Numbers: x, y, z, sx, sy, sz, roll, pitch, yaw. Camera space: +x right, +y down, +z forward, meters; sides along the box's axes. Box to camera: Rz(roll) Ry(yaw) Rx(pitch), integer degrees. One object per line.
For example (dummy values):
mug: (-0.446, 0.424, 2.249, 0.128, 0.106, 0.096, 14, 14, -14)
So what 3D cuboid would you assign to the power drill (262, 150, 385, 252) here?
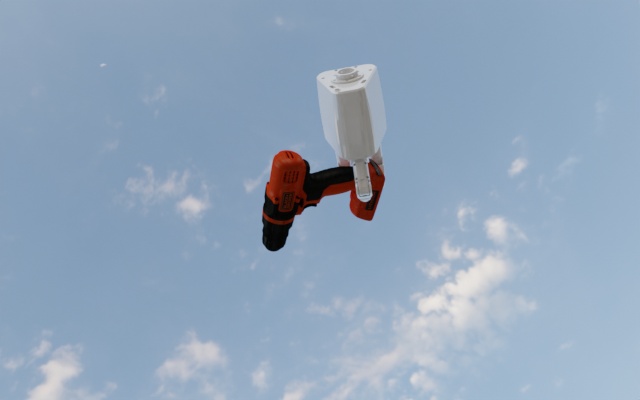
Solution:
power drill: (0.001, 0.002, 0.763, 0.187, 0.185, 0.057, -6, 42, -24)
